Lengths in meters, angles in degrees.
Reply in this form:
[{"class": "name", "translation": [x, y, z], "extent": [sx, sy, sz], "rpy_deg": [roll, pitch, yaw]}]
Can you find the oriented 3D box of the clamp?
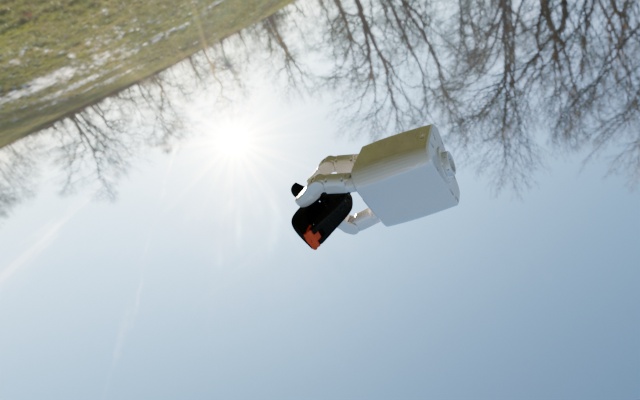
[{"class": "clamp", "translation": [0.001, 0.003, 0.700], "extent": [0.164, 0.036, 0.210], "rpy_deg": [-21, 24, 30]}]
